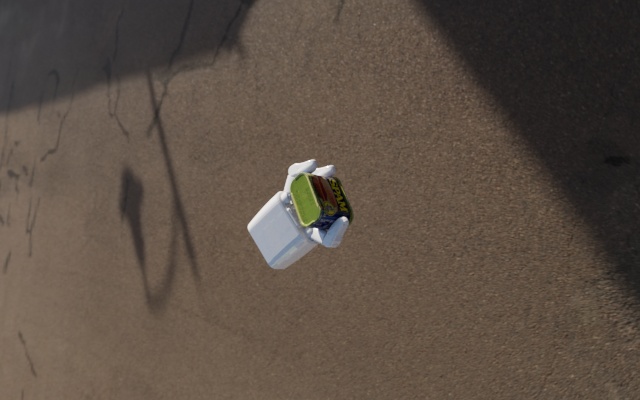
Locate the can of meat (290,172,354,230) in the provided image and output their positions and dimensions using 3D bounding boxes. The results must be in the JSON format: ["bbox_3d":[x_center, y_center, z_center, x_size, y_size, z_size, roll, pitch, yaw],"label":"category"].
[{"bbox_3d":[0.000,0.003,0.840,0.084,0.102,0.057,9,-39,-45],"label":"can of meat"}]
